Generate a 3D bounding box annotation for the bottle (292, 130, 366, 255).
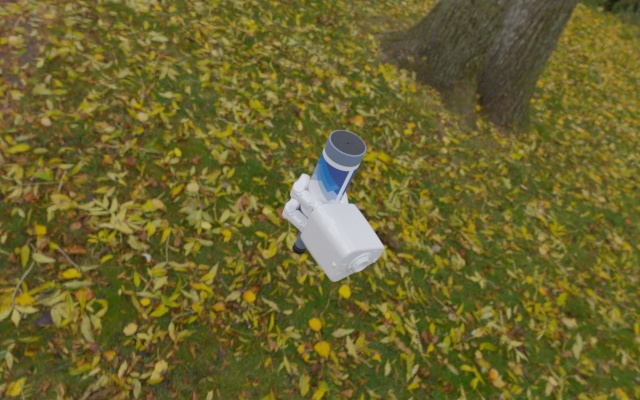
[{"bbox_3d":[0.000,0.003,0.894,0.069,0.069,0.296,0,-42,-25],"label":"bottle"}]
